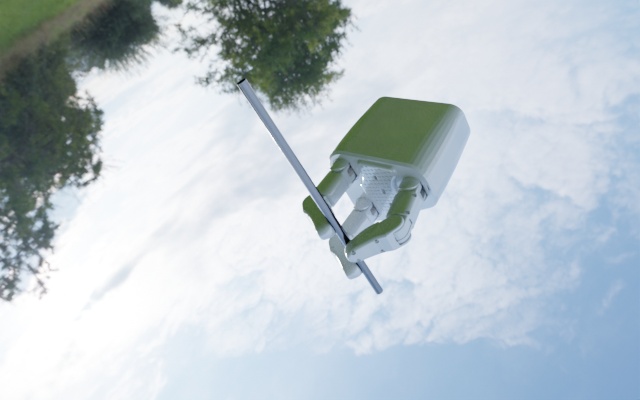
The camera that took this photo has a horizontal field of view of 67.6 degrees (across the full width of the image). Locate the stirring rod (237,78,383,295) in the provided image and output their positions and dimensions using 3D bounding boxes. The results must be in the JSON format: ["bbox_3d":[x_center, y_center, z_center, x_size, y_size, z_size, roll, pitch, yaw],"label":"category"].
[{"bbox_3d":[0.000,0.001,0.404,0.011,0.240,0.011,-24,31,16],"label":"stirring rod"}]
